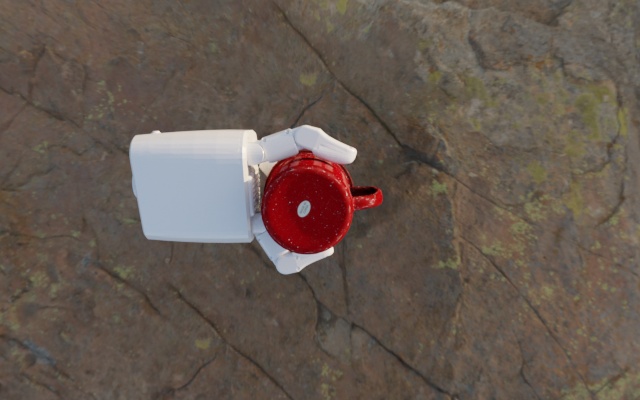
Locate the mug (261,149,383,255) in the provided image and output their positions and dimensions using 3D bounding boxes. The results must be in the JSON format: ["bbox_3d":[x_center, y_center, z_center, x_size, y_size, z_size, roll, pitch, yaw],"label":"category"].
[{"bbox_3d":[0.002,0.002,0.451,0.117,0.093,0.081,-2,11,0],"label":"mug"}]
